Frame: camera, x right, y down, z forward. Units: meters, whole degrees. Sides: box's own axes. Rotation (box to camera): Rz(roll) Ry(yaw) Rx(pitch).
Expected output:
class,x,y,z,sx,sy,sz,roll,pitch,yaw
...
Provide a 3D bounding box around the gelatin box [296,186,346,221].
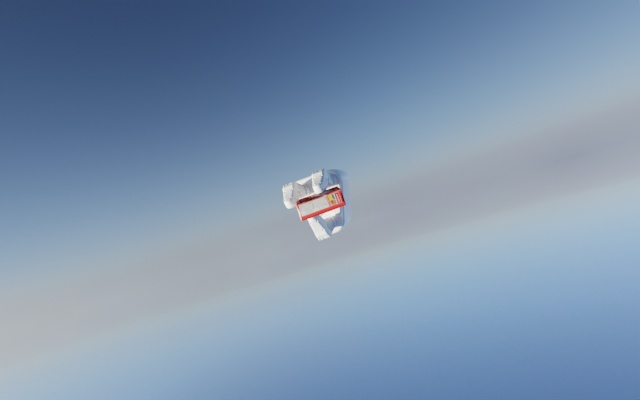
class,x,y,z,sx,sy,sz,roll,pitch,yaw
gelatin box,0.000,0.003,0.767,0.073,0.030,0.089,-19,5,1
